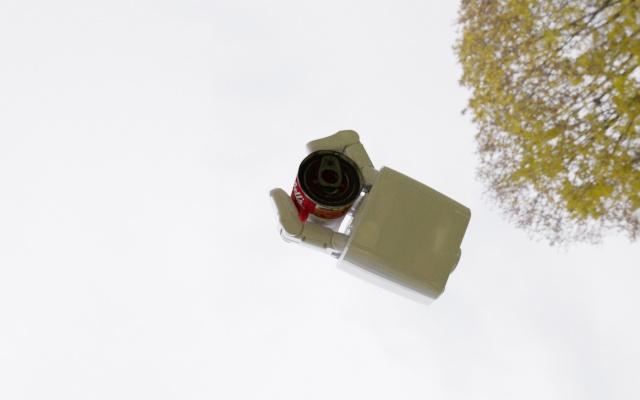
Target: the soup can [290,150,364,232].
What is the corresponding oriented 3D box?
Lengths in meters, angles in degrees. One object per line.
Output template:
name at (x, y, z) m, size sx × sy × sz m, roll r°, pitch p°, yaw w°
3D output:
soup can at (0.000, 0.002, 0.517) m, size 0.068 × 0.068 × 0.102 m, roll 0°, pitch -29°, yaw -14°
